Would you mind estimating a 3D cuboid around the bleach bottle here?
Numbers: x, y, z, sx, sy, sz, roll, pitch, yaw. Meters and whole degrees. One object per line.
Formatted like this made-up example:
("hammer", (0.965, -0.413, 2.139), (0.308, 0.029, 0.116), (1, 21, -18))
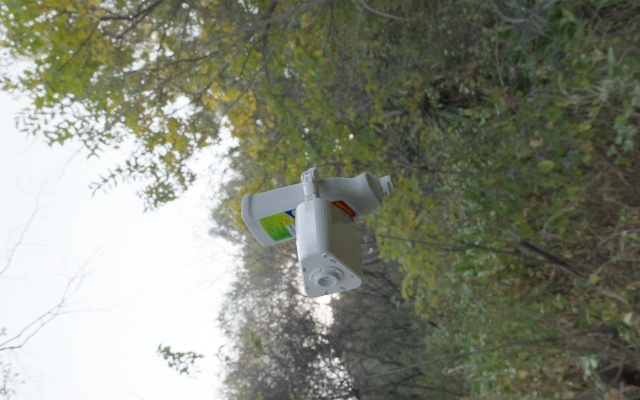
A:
("bleach bottle", (0.000, 0.003, 0.813), (0.251, 0.068, 0.103), (-17, -47, 13))
